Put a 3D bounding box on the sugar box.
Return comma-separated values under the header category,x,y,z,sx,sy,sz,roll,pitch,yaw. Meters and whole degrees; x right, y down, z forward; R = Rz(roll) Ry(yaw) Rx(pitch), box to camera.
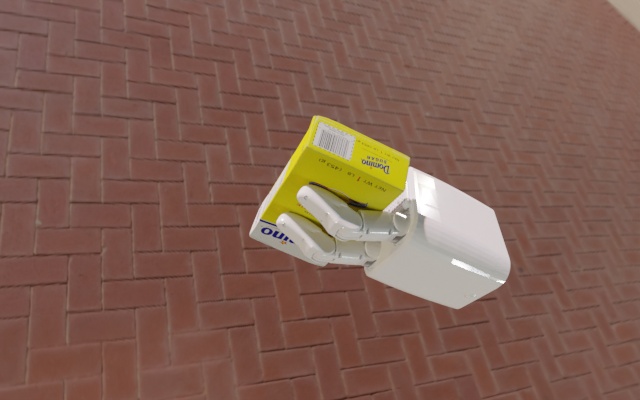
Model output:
category,x,y,z,sx,sy,sz,roll,pitch,yaw
sugar box,0.000,0.002,0.463,0.093,0.048,0.176,24,-38,-10
